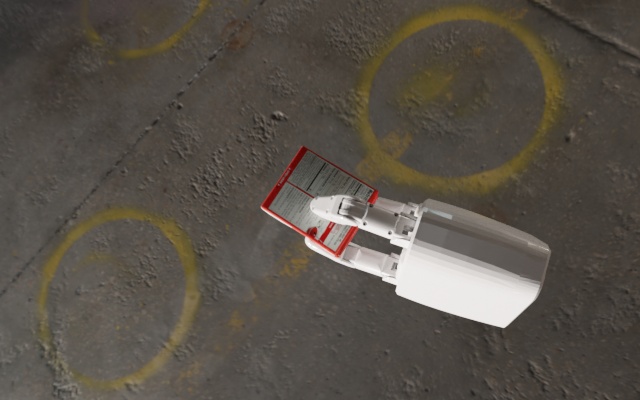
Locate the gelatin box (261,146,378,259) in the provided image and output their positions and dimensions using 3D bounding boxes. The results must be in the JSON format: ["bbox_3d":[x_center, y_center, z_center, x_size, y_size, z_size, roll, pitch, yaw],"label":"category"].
[{"bbox_3d":[0.000,0.001,0.459,0.089,0.073,0.030,32,-7,11],"label":"gelatin box"}]
